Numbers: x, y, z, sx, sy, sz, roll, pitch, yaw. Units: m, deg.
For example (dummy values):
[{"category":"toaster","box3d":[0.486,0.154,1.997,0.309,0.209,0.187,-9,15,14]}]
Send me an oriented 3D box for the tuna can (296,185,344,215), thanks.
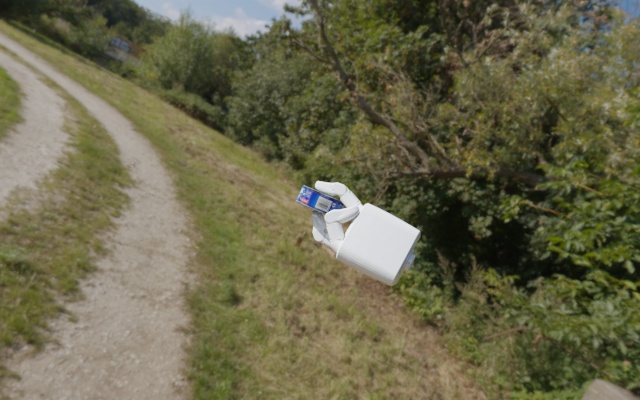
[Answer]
[{"category":"tuna can","box3d":[0.000,0.002,0.885,0.086,0.034,0.086,23,2,-1]}]
